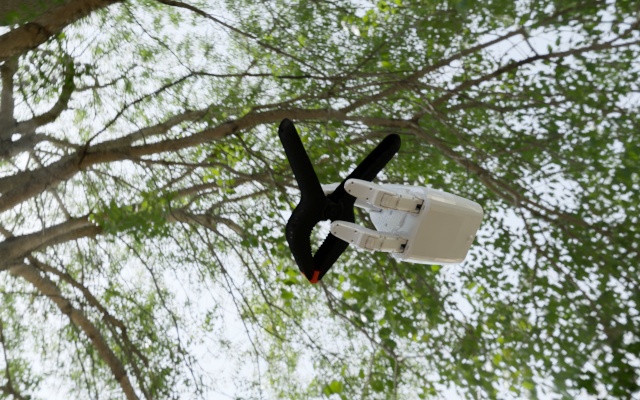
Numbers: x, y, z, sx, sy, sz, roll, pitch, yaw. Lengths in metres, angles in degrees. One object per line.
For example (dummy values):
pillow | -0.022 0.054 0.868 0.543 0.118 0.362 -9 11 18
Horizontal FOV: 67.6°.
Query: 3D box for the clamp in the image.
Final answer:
clamp | 0.000 0.002 0.582 0.164 0.210 0.036 11 17 -31
